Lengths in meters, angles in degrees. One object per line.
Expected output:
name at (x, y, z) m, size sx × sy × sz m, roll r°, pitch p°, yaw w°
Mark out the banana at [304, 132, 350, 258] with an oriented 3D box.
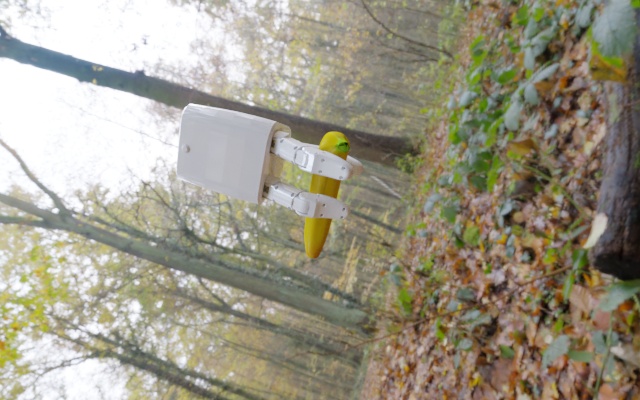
banana at (0.004, -0.013, 0.579) m, size 0.037 × 0.198 × 0.069 m, roll 14°, pitch 45°, yaw 2°
